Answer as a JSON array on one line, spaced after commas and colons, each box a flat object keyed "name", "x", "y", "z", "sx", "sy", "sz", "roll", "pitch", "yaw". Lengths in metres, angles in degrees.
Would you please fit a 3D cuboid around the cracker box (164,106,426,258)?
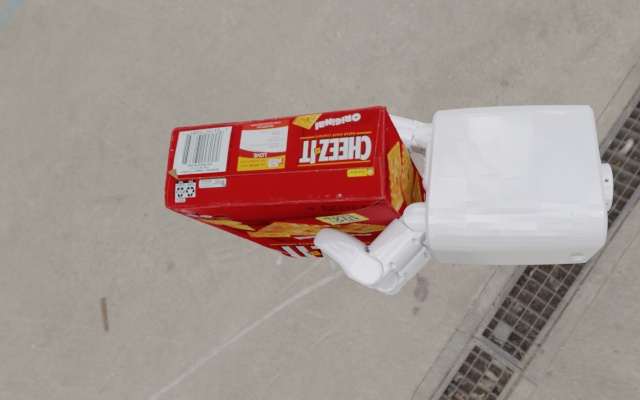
[{"name": "cracker box", "x": 0.000, "y": 0.001, "z": 0.411, "sx": 0.164, "sy": 0.072, "sz": 0.214, "roll": -3, "pitch": -16, "yaw": 20}]
